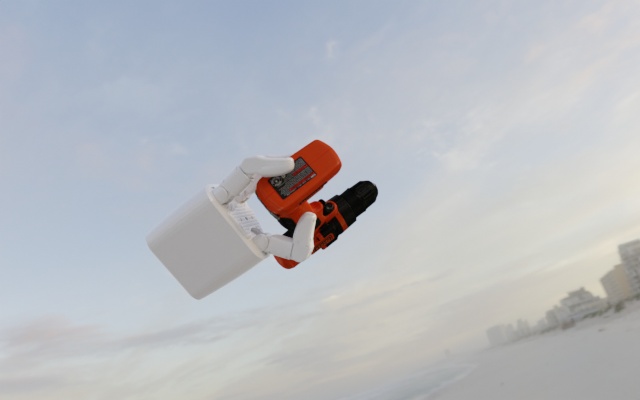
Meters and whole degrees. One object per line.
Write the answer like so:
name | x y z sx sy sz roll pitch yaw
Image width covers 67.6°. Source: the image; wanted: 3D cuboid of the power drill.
power drill | 0.000 0.002 0.639 0.184 0.057 0.188 -39 -28 -11
